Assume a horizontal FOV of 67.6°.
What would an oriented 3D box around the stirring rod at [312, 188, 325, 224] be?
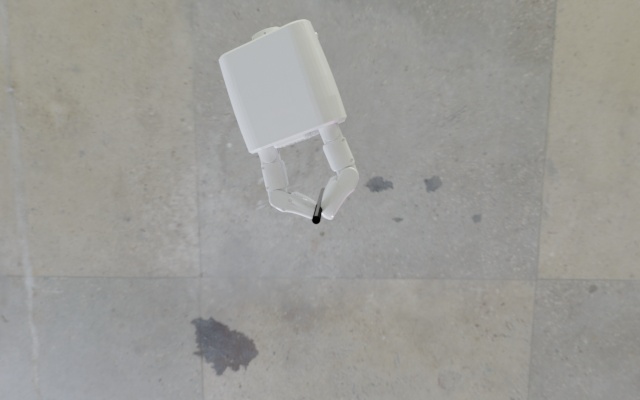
[{"bbox_3d":[0.000,0.002,0.553,0.011,0.011,0.239,0,8,2],"label":"stirring rod"}]
